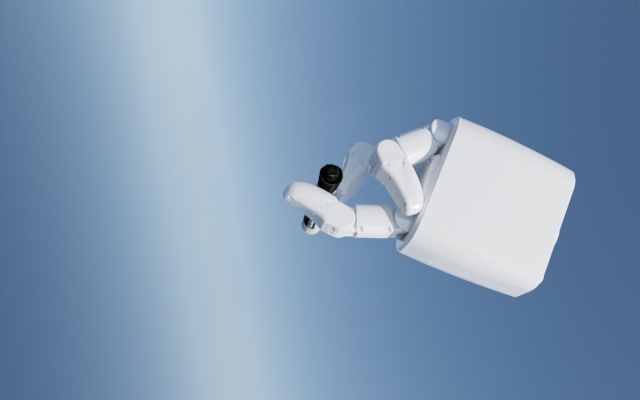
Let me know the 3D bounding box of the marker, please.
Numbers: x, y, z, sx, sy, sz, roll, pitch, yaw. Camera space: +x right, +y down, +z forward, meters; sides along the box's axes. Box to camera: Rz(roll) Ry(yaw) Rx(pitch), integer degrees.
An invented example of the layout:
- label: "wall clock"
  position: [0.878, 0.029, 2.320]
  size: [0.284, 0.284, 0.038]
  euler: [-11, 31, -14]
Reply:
- label: "marker"
  position: [0.000, 0.001, 0.416]
  size: [0.020, 0.020, 0.121]
  euler: [0, -23, -10]
